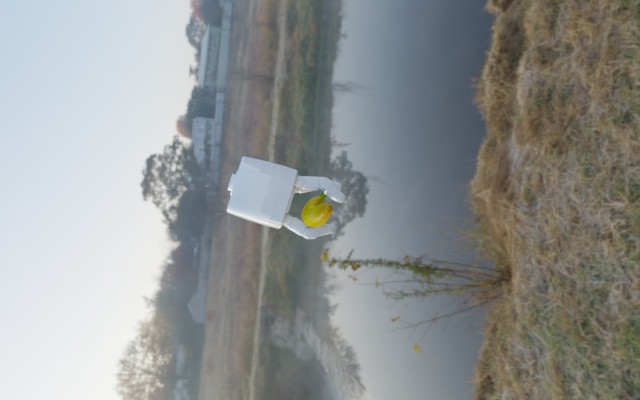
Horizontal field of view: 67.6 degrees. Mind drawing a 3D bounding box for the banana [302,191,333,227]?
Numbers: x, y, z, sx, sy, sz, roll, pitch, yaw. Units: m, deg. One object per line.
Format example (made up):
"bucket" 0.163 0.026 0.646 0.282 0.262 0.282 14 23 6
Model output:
"banana" -0.009 0.018 0.904 0.037 0.069 0.197 28 8 -7
